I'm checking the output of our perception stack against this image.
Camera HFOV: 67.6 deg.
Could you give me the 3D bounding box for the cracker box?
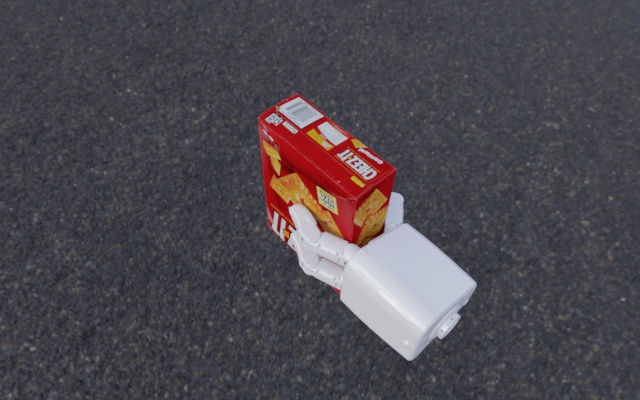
[{"bbox_3d":[0.000,0.002,0.595,0.072,0.214,0.164,-34,60,-26],"label":"cracker box"}]
